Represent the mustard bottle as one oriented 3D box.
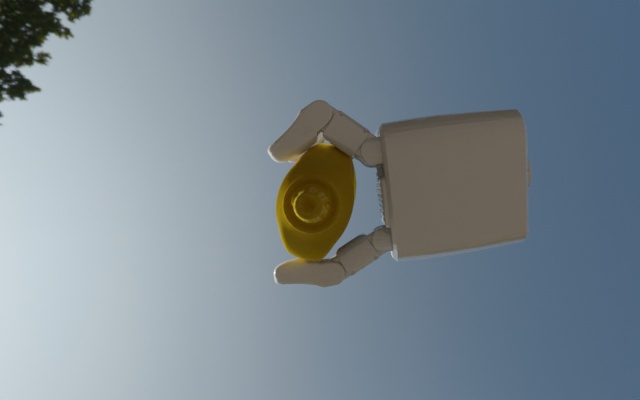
[{"bbox_3d":[0.000,0.001,0.407,0.058,0.096,0.191,17,3,3],"label":"mustard bottle"}]
